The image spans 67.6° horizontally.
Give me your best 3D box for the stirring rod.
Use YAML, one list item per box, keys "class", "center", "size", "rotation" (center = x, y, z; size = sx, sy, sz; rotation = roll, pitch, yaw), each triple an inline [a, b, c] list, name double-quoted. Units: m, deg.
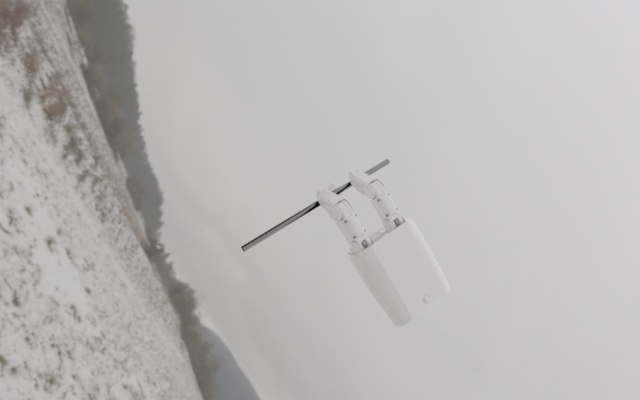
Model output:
- class: "stirring rod"
  center: [0.000, 0.002, 0.631]
  size: [0.239, 0.011, 0.011]
  rotation: [-31, 13, -22]
